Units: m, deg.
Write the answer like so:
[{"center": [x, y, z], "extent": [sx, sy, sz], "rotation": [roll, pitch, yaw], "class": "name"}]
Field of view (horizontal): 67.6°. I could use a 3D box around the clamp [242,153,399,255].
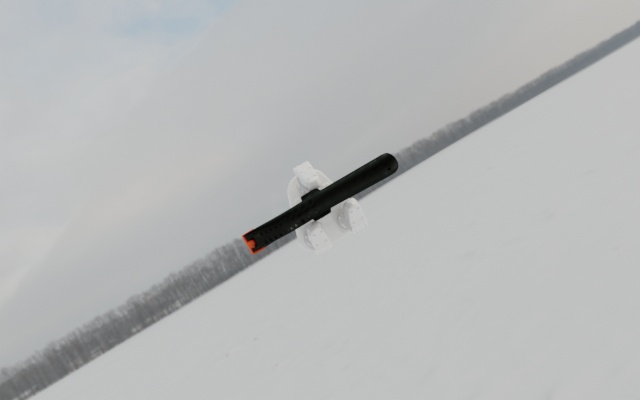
[{"center": [-0.001, 0.001, 0.585], "extent": [0.210, 0.036, 0.164], "rotation": [-31, 0, -6], "class": "clamp"}]
